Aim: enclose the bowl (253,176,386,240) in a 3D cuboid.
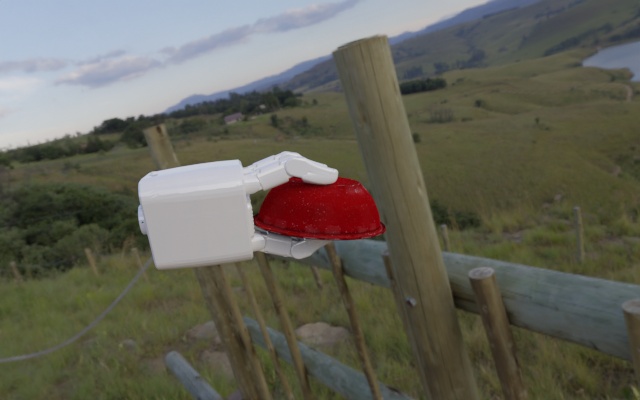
[{"bbox_3d":[0.001,0.001,0.571,0.162,0.055,0.162,4,9,-1],"label":"bowl"}]
